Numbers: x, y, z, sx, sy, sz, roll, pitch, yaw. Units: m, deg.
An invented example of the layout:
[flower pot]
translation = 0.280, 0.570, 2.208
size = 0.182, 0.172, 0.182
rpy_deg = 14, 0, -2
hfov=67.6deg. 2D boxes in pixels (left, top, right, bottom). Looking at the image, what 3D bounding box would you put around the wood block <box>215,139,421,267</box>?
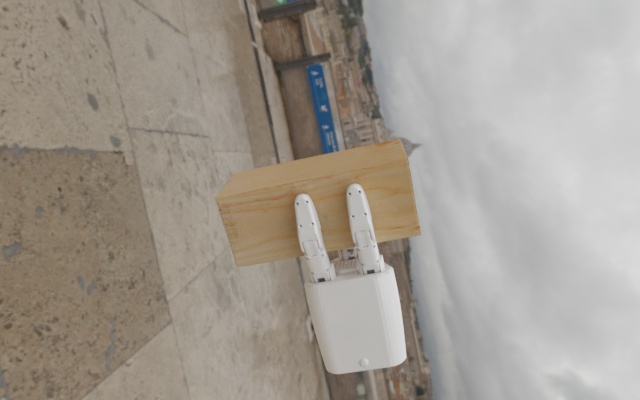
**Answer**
[wood block]
translation = 0.000, 0.002, 0.546
size = 0.206, 0.090, 0.090
rpy_deg = -11, 19, 8
